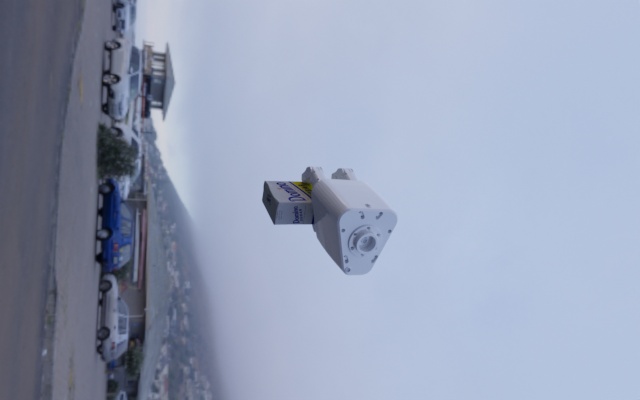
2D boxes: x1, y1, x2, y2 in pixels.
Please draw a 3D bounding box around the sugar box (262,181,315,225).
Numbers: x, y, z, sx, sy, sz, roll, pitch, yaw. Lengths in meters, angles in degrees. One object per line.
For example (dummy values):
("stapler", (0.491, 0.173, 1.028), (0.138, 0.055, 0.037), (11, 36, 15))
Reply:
("sugar box", (0.000, 0.002, 0.783), (0.176, 0.048, 0.093), (3, 23, -21))
